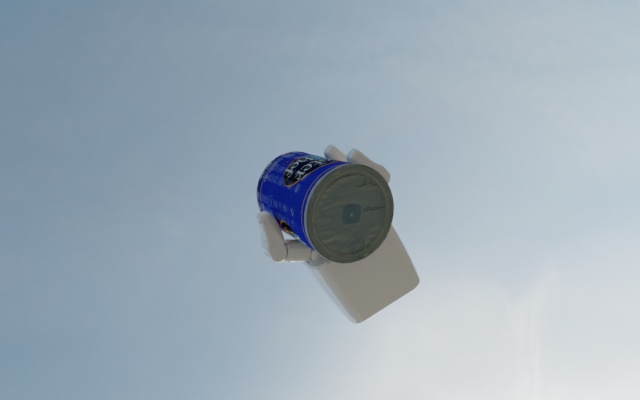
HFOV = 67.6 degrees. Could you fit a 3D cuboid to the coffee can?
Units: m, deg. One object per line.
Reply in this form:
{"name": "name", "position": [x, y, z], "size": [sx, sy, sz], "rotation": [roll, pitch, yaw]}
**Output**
{"name": "coffee can", "position": [0.000, 0.002, 0.538], "size": [0.103, 0.103, 0.140], "rotation": [0, 11, -28]}
